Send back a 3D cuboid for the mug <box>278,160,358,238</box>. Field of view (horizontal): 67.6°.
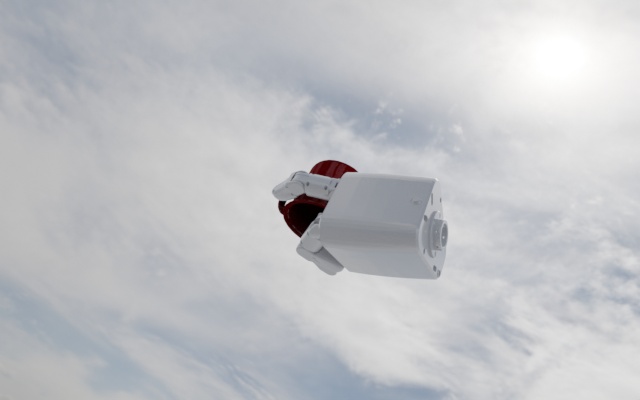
[{"bbox_3d":[-0.001,0.002,0.617,0.117,0.081,0.093,4,-41,30],"label":"mug"}]
